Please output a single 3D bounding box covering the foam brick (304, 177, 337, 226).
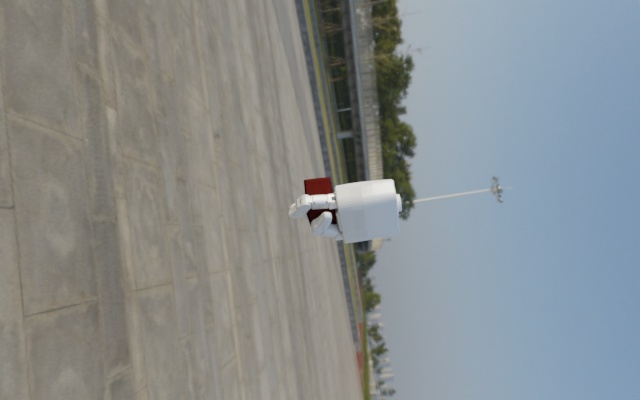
[{"bbox_3d":[0.000,0.003,0.898,0.051,0.078,0.053,-9,-33,4],"label":"foam brick"}]
